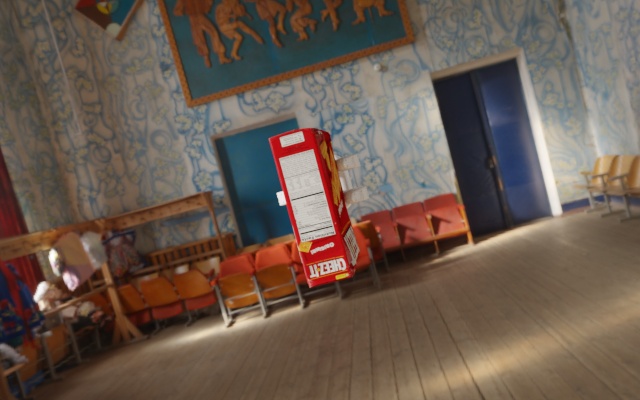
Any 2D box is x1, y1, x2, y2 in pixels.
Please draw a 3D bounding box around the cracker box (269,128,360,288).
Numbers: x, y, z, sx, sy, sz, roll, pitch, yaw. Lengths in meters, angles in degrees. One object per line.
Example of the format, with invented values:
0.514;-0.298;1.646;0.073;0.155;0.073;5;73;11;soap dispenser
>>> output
0.000;0.002;0.717;0.072;0.214;0.164;-15;3;9;cracker box
